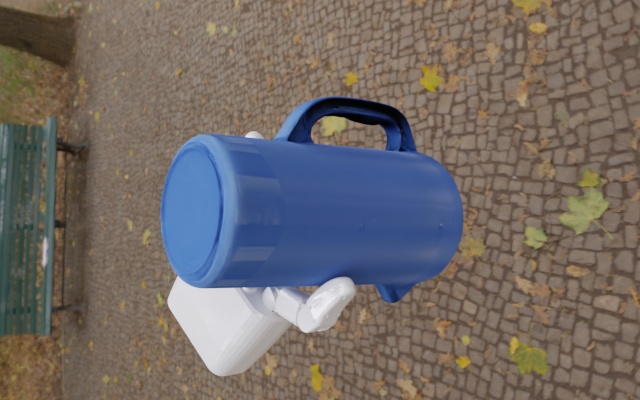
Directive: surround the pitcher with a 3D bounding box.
[{"bbox_3d":[0.000,0.002,0.406,0.243,0.149,0.145,4,-45,-42],"label":"pitcher"}]
